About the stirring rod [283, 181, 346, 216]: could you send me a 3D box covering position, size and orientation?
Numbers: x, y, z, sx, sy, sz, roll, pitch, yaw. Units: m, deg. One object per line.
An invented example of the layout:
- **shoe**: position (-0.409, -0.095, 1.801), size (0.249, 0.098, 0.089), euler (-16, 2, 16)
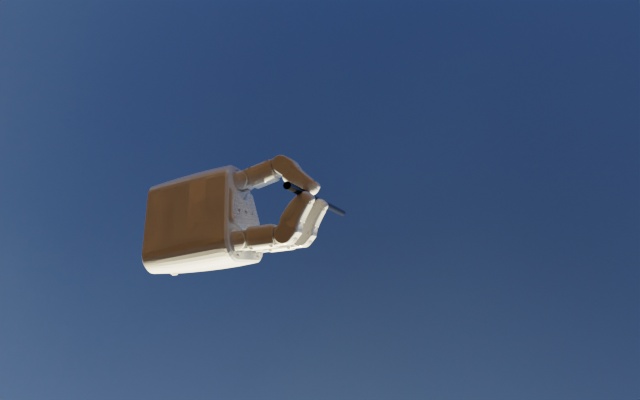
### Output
- **stirring rod**: position (0.000, 0.002, 0.568), size (0.011, 0.011, 0.239), euler (0, -8, 15)
